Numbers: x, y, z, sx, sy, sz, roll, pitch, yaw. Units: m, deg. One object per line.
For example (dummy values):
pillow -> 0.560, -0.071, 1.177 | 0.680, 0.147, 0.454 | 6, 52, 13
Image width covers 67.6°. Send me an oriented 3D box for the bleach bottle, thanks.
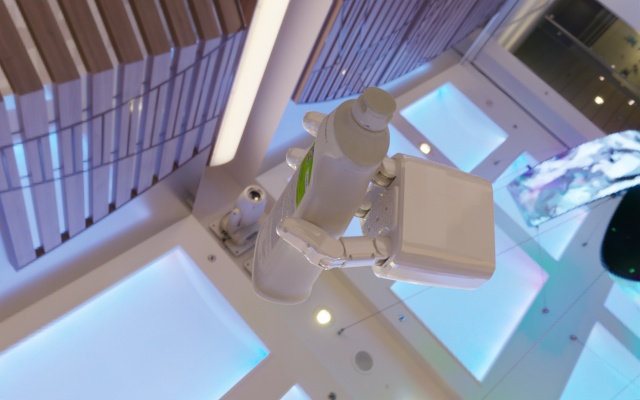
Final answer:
bleach bottle -> 0.000, 0.001, 0.445 | 0.068, 0.102, 0.251 | 12, -38, -17
